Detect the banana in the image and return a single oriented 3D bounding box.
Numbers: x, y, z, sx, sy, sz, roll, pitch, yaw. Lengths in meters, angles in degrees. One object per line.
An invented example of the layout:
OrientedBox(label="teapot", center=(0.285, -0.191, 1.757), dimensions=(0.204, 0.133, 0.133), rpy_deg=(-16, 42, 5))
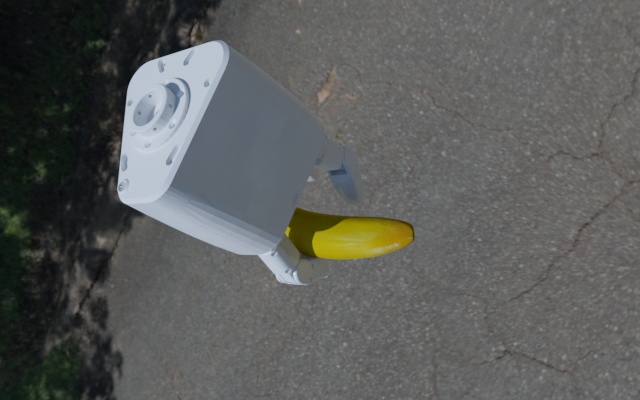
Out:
OrientedBox(label="banana", center=(-0.013, 0.014, 0.419), dimensions=(0.197, 0.069, 0.037), rpy_deg=(25, -21, 41))
